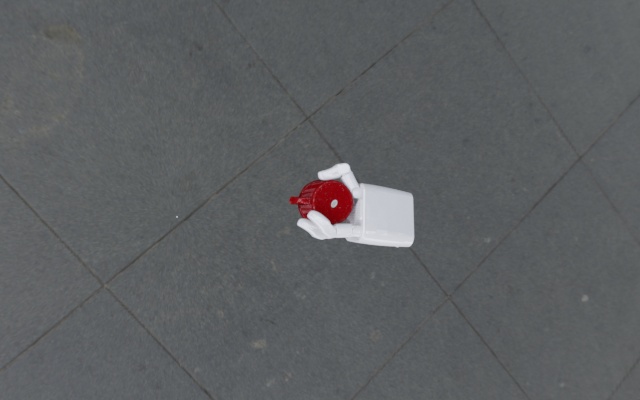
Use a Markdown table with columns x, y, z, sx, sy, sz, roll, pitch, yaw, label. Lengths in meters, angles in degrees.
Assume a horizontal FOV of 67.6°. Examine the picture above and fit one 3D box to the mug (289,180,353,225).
| x | y | z | sx | sy | sz | roll | pitch | yaw | label |
| --- | --- | --- | --- | --- | --- | --- | --- | --- | --- |
| -0.001 | 0.003 | 0.897 | 0.117 | 0.093 | 0.081 | 8 | -4 | -17 | mug |
